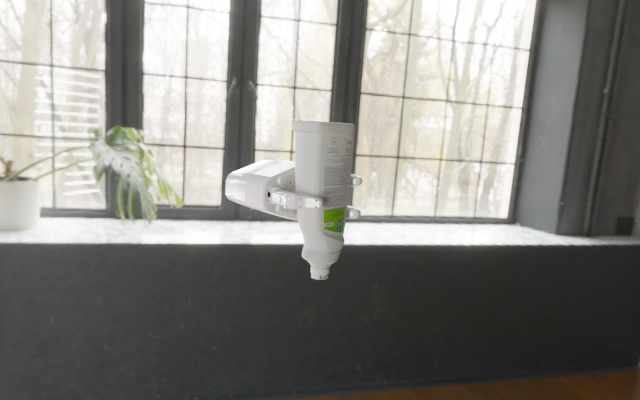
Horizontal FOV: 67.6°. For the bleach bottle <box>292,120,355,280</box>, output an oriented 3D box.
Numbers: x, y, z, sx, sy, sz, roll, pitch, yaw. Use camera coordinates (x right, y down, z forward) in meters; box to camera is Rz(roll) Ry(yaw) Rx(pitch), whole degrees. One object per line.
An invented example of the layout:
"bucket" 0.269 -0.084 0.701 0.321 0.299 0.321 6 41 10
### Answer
"bleach bottle" 0.000 0.002 0.756 0.068 0.251 0.102 12 12 43
